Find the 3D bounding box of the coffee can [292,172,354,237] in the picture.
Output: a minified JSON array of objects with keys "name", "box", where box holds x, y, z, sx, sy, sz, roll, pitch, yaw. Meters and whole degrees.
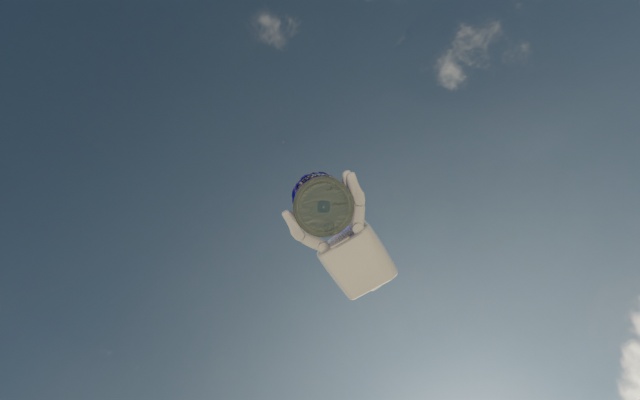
[{"name":"coffee can","box":[0.000,0.003,0.861,0.103,0.103,0.140,0,7,-4]}]
